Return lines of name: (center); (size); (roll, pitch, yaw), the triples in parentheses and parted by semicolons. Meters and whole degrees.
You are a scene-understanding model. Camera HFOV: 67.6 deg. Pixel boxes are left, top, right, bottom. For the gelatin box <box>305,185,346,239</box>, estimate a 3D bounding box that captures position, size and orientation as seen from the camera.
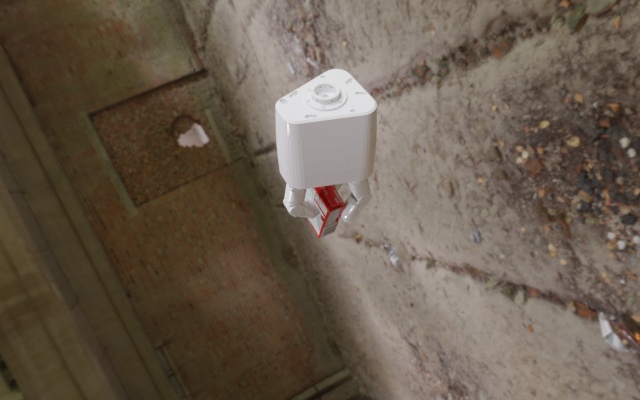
gelatin box: (0.000, 0.003, 0.689); (0.030, 0.073, 0.089); (-21, -24, -21)
